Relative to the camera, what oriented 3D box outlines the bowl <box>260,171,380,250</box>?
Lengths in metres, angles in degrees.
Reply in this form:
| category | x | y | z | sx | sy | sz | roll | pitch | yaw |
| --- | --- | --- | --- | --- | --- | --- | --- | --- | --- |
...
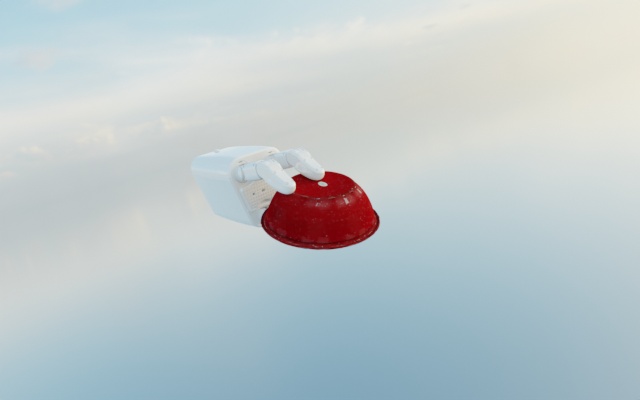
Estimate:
| category | x | y | z | sx | sy | sz | roll | pitch | yaw |
| --- | --- | --- | --- | --- | --- | --- | --- | --- | --- |
| bowl | 0.001 | 0.002 | 0.637 | 0.162 | 0.055 | 0.162 | 1 | 26 | 0 |
